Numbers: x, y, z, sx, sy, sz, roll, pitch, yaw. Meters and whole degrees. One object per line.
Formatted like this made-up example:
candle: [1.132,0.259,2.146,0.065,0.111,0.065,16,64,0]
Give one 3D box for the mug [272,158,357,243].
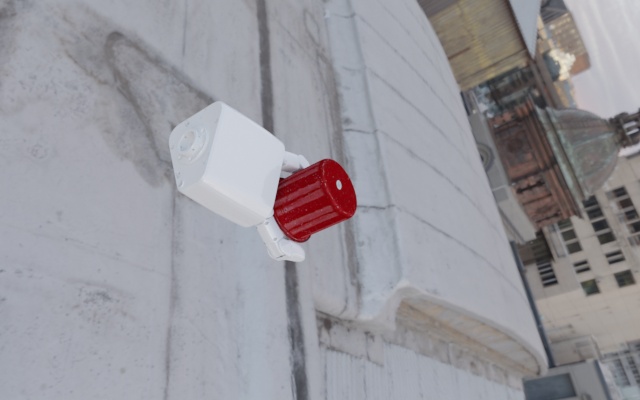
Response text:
mug: [0.001,0.003,0.621,0.081,0.093,0.117,-25,-35,27]
